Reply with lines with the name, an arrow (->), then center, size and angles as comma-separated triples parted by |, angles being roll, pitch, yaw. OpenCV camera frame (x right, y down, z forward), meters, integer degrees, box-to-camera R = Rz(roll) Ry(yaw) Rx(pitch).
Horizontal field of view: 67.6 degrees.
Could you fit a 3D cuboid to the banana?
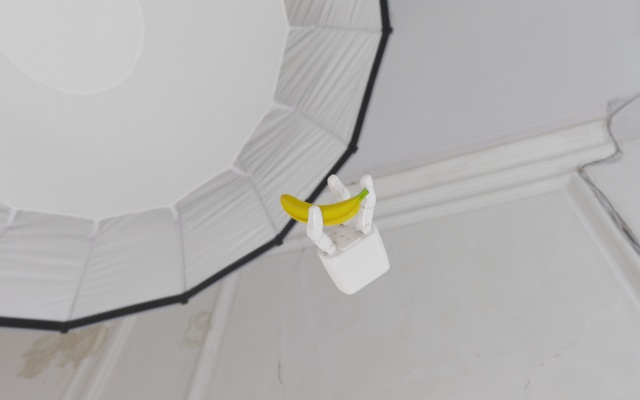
banana -> -0.004, 0.016, 0.876 | 0.198, 0.037, 0.069 | -1, 43, 34
